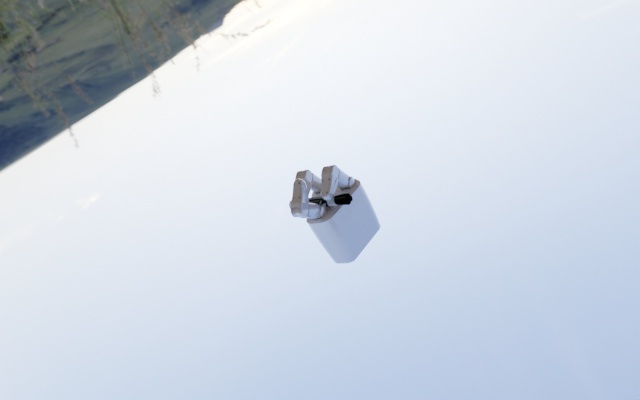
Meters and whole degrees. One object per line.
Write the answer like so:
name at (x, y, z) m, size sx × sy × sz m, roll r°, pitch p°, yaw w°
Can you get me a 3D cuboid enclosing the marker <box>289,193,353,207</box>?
marker at (0.000, 0.003, 0.789) m, size 0.121 × 0.020 × 0.020 m, roll -7°, pitch -4°, yaw 36°
